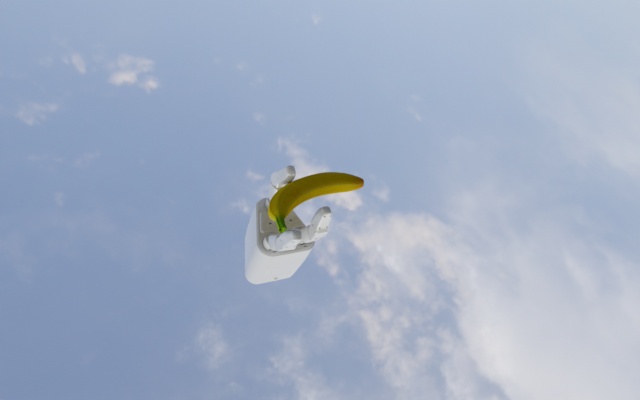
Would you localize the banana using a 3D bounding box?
[{"bbox_3d":[-0.015,-0.009,0.737,0.197,0.069,0.037,-30,-22,-40],"label":"banana"}]
